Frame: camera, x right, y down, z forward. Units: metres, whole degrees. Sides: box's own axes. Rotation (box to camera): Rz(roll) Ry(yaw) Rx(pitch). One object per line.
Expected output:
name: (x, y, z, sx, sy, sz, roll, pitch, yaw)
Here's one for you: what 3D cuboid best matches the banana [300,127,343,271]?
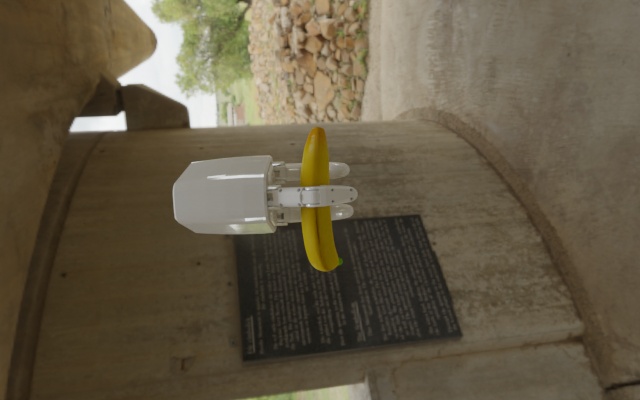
banana: (-0.002, 0.014, 0.578, 0.037, 0.198, 0.069, -1, 28, 11)
